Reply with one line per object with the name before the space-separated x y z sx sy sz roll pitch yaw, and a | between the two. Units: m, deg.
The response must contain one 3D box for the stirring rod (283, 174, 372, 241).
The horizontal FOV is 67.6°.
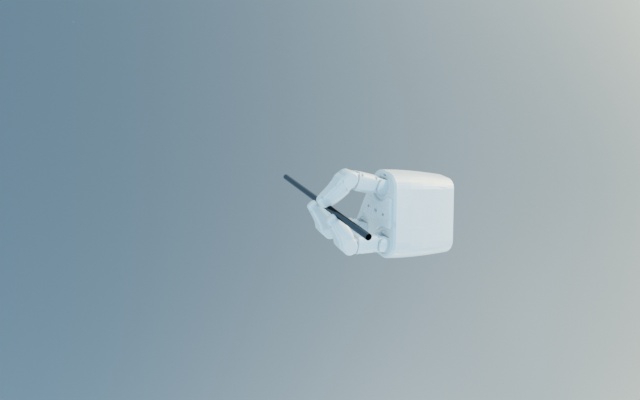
stirring rod | 0.000 0.002 0.620 0.011 0.011 0.239 0 18 -27
